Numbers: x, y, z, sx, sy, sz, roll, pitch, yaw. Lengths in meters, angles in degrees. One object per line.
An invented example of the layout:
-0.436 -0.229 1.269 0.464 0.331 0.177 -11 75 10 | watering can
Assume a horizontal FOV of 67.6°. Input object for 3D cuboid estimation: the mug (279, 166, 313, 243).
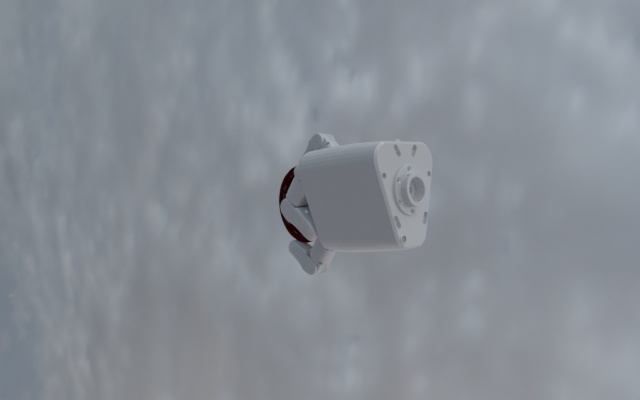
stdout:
-0.001 0.002 0.604 0.081 0.093 0.117 -5 1 -42 | mug
